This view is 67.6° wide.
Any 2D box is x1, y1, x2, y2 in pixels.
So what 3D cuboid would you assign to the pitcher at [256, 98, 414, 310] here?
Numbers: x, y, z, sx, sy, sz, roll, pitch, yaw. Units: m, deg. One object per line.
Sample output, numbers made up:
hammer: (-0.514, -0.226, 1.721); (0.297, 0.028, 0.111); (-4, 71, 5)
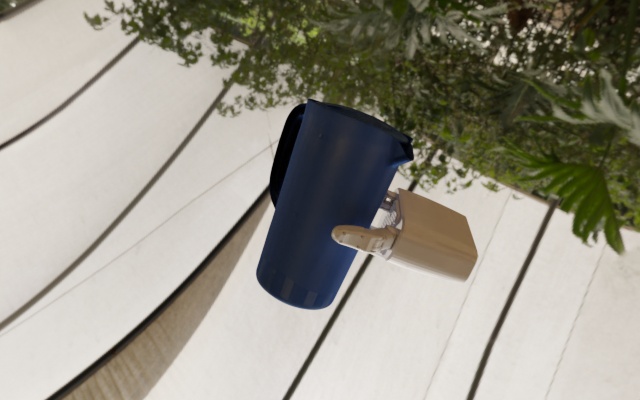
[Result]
pitcher: (0.000, 0.002, 0.595); (0.145, 0.243, 0.149); (19, 14, -10)
